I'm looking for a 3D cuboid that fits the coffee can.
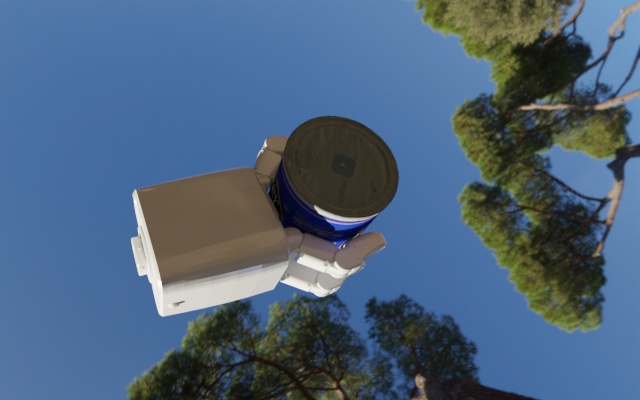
[{"bbox_3d":[0.000,0.001,0.462,0.103,0.102,0.140,0,-28,-18],"label":"coffee can"}]
